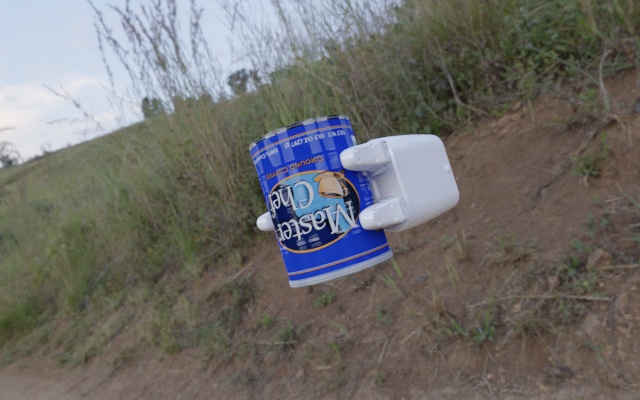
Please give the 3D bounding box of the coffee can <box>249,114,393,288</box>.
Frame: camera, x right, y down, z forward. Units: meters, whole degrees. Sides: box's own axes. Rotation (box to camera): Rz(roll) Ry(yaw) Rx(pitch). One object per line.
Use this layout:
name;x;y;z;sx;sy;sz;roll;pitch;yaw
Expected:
coffee can;0.000;0.002;0.462;0.103;0.140;0.103;-17;-3;-1
